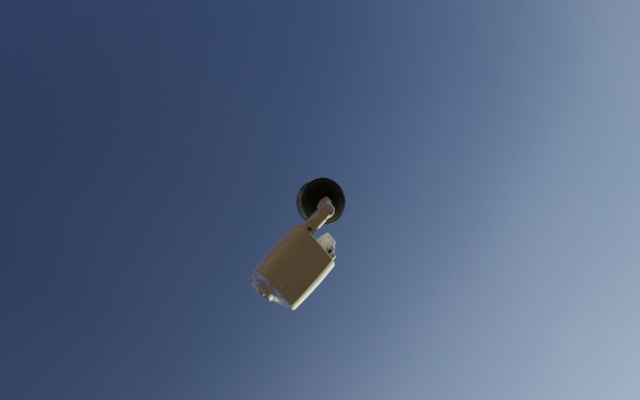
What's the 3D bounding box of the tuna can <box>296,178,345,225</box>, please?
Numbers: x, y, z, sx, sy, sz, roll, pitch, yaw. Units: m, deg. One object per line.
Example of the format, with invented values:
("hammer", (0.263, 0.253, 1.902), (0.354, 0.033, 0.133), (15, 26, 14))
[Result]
("tuna can", (0.000, 0.003, 0.872), (0.086, 0.086, 0.034), (0, -6, -26))
